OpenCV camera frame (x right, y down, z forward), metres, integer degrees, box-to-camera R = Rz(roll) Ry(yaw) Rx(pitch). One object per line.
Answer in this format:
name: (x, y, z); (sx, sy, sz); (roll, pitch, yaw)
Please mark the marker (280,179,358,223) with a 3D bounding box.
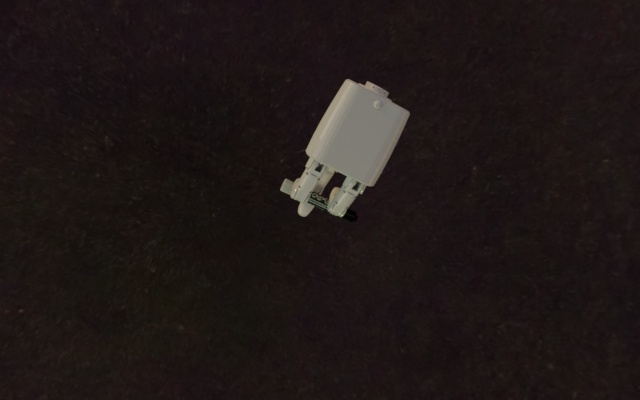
marker: (0.000, 0.002, 0.692); (0.121, 0.020, 0.020); (25, -6, -13)
